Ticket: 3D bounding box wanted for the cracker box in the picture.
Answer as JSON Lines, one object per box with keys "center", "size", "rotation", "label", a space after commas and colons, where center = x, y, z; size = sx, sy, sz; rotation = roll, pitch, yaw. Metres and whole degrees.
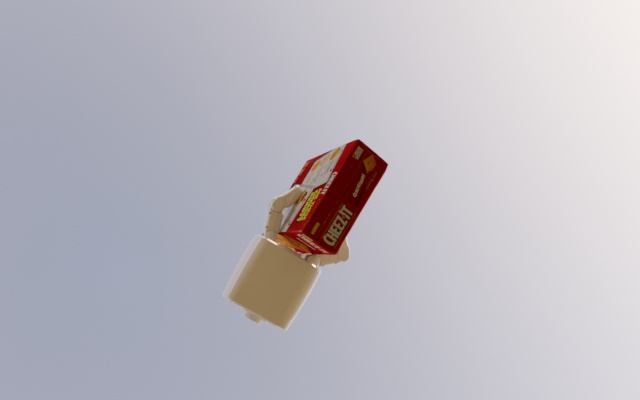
{"center": [0.000, 0.002, 0.773], "size": [0.072, 0.164, 0.214], "rotation": [36, -16, -16], "label": "cracker box"}
